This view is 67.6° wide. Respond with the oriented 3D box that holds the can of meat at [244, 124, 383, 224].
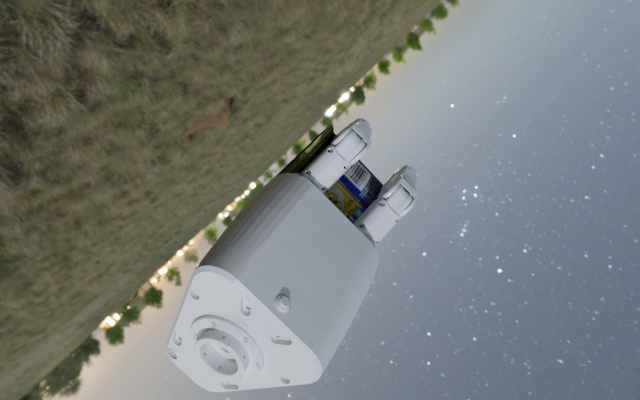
[{"bbox_3d":[0.000,0.002,0.402,0.102,0.084,0.057,-40,8,34],"label":"can of meat"}]
